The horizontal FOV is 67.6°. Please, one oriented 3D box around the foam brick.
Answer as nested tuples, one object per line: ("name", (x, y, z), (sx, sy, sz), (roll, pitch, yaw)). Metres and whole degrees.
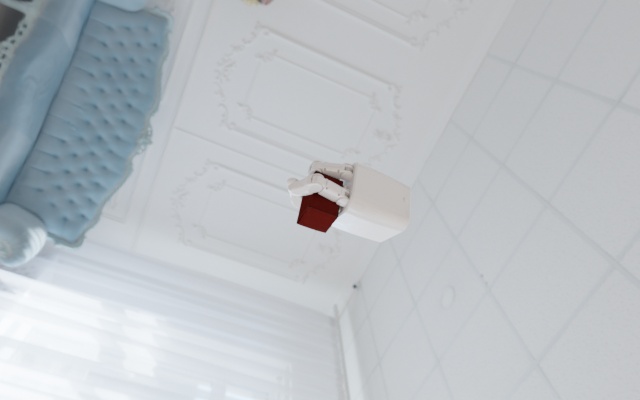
("foam brick", (0.000, 0.003, 0.762), (0.051, 0.078, 0.053), (22, -41, -13))
